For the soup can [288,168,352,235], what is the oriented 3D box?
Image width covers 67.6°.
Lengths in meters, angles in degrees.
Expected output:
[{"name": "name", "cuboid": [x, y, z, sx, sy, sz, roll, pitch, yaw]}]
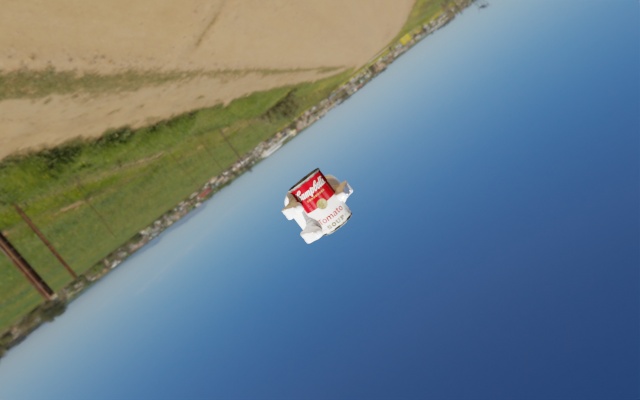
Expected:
[{"name": "soup can", "cuboid": [0.000, 0.003, 0.844, 0.068, 0.102, 0.068, -36, 8, 6]}]
